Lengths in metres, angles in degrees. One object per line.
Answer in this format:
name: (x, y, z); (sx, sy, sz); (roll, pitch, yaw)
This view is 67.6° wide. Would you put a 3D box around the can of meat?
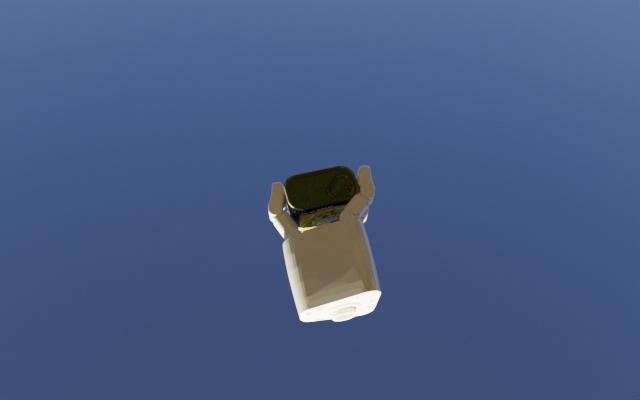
can of meat: (0.000, 0.002, 0.698); (0.102, 0.057, 0.084); (-13, -29, -10)
